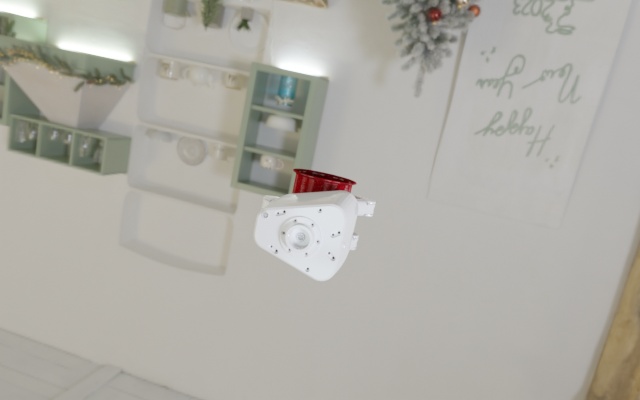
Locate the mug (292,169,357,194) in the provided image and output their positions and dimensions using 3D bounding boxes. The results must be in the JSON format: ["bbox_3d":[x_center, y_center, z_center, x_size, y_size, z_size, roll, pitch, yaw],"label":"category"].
[{"bbox_3d":[0.000,0.002,0.701,0.093,0.081,0.117,13,9,8],"label":"mug"}]
